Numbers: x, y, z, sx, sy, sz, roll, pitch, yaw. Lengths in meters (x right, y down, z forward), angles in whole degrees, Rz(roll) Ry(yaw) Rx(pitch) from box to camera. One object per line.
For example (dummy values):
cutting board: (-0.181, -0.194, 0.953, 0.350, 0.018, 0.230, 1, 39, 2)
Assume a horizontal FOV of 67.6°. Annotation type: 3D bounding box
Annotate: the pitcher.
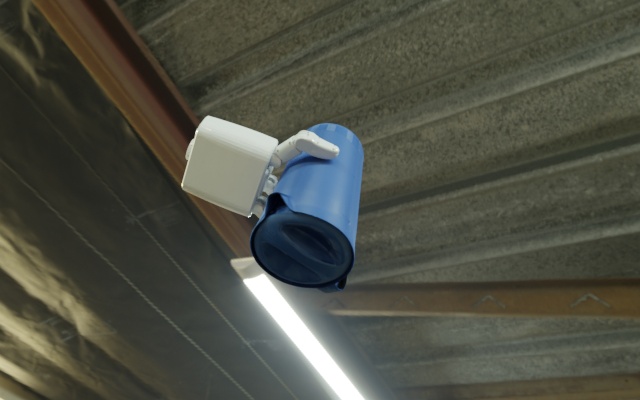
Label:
pitcher: (0.000, 0.002, 0.684, 0.145, 0.149, 0.242, 20, 40, -4)
